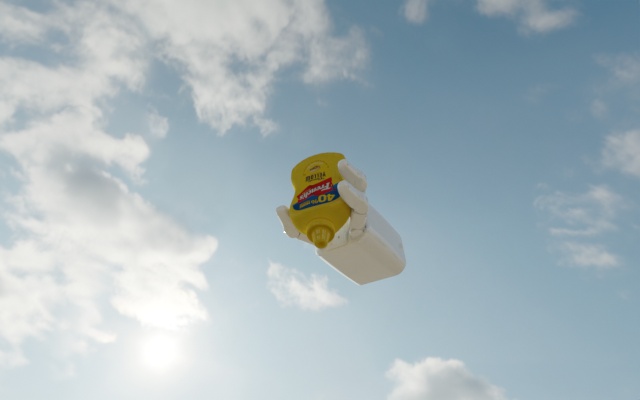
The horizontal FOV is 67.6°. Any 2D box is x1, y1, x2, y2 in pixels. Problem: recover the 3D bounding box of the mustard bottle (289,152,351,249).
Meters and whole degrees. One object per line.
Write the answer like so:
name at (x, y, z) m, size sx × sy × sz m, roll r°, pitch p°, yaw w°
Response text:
mustard bottle at (0.000, 0.002, 0.732) m, size 0.096 × 0.058 × 0.191 m, roll -15°, pitch 37°, yaw 11°
